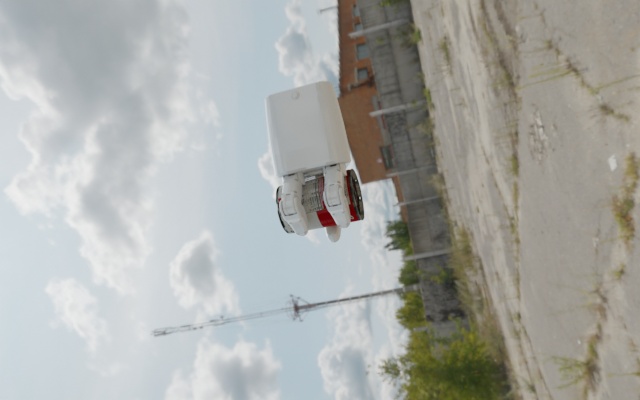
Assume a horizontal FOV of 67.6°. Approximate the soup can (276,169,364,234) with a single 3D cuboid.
[{"bbox_3d":[0.000,0.003,0.625,0.102,0.068,0.068,-12,-3,13],"label":"soup can"}]
